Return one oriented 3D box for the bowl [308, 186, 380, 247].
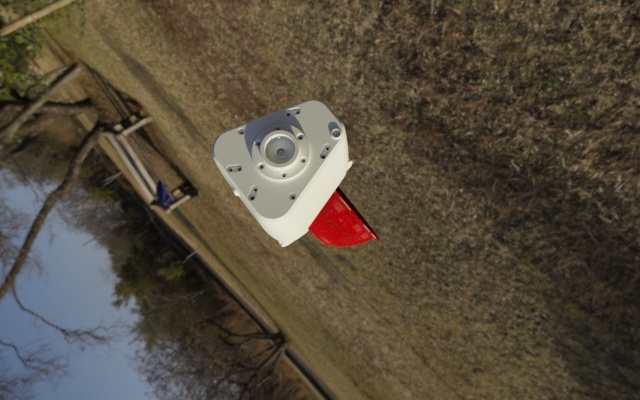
[{"bbox_3d":[0.000,0.003,0.580,0.055,0.162,0.162,-40,-4,5],"label":"bowl"}]
